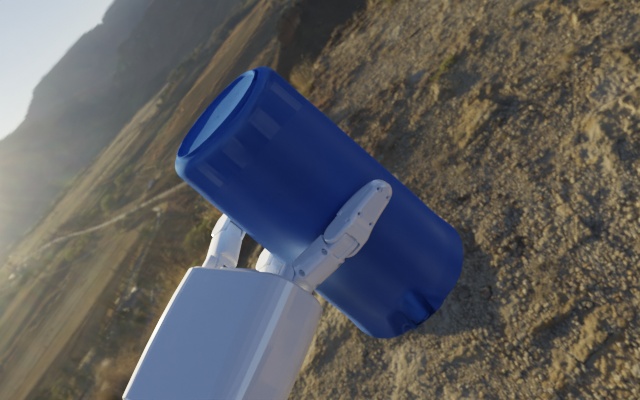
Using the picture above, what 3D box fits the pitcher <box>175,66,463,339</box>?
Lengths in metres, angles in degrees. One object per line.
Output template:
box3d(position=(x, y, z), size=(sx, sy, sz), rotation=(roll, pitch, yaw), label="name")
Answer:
box3d(position=(0.000, 0.002, 0.422), size=(0.243, 0.145, 0.149), rotation=(41, -33, -26), label="pitcher")
